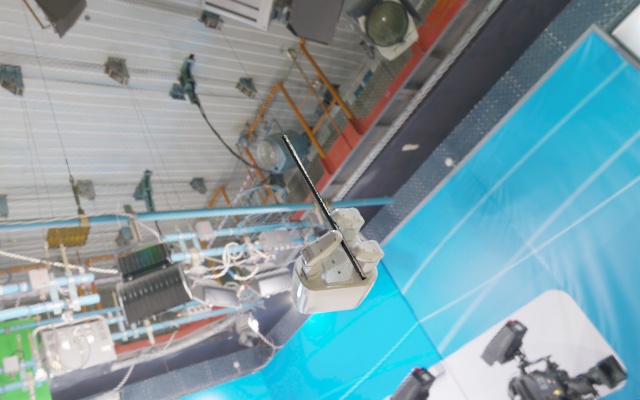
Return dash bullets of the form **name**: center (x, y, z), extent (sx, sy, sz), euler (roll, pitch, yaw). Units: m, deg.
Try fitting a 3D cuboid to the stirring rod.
- **stirring rod**: center (0.000, 0.002, 0.637), extent (0.011, 0.239, 0.011), euler (-23, -27, -13)
